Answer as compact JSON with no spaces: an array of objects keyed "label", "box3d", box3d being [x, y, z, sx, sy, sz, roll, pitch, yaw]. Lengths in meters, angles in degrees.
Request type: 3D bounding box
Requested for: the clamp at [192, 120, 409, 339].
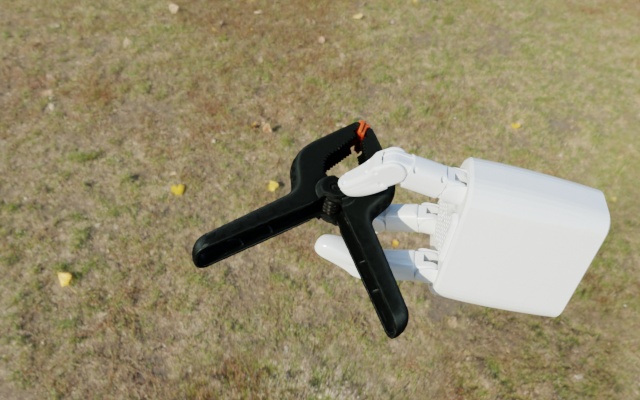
[{"label":"clamp","box3d":[0.001,0.000,0.403,0.164,0.209,0.036,15,-42,1]}]
